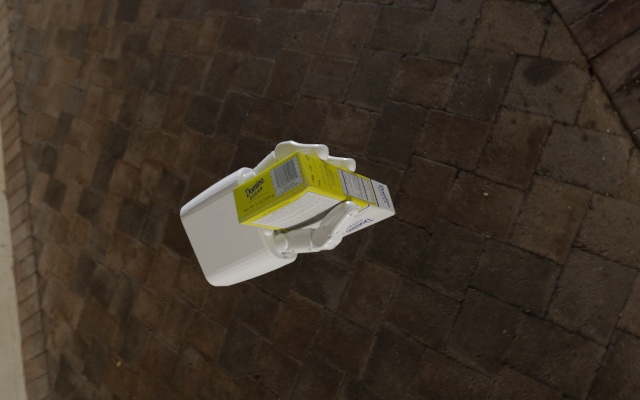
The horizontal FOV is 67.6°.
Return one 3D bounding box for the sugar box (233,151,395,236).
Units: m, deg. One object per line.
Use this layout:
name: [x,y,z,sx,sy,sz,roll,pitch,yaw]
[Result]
sugar box: [0.000,0.001,0.529,0.093,0.048,0.176,-26,-21,29]
